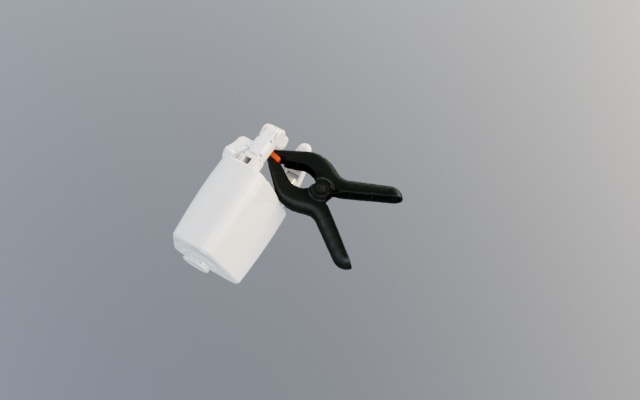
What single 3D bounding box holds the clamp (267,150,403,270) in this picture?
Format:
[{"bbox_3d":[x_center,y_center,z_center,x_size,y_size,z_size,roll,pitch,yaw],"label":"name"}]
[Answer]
[{"bbox_3d":[0.000,0.001,0.572,0.171,0.120,0.039,26,-27,11],"label":"clamp"}]
